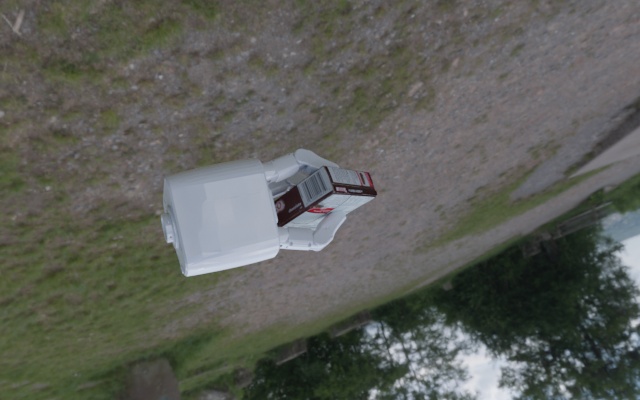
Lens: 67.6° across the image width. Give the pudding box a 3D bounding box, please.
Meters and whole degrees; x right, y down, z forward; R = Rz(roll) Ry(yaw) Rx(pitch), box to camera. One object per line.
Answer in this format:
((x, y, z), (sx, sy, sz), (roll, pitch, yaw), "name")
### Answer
((0.000, 0.002, 0.596), (0.113, 0.039, 0.090), (-31, -21, 35), "pudding box")
